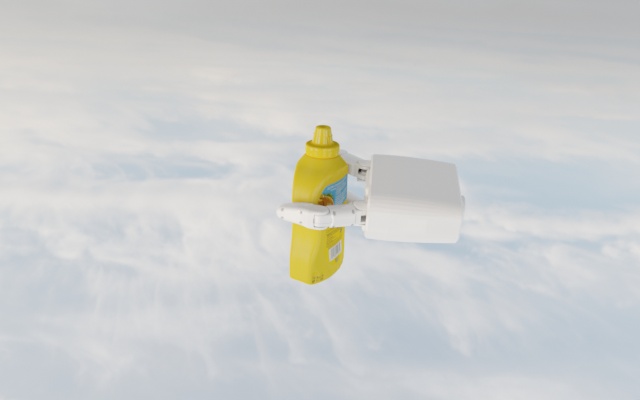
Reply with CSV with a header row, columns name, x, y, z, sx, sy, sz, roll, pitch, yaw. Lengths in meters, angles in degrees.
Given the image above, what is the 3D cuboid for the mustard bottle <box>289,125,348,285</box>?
name,x,y,z,sx,sy,sz,roll,pitch,yaw
mustard bottle,0.000,0.002,0.592,0.058,0.192,0.096,16,27,27
